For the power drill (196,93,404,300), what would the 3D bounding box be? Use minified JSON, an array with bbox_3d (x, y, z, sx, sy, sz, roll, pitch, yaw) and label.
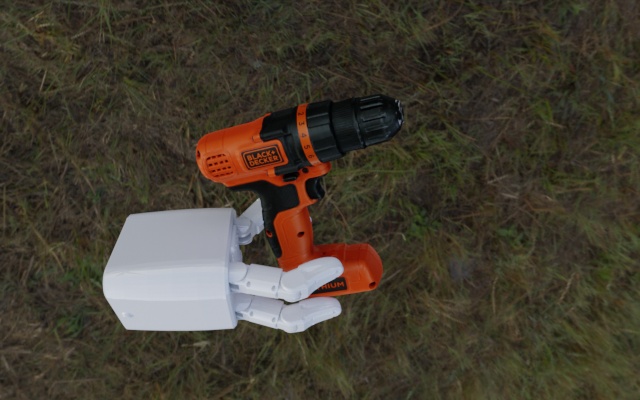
[{"bbox_3d":[0.000,0.002,0.442,0.184,0.188,0.057,-10,29,17],"label":"power drill"}]
